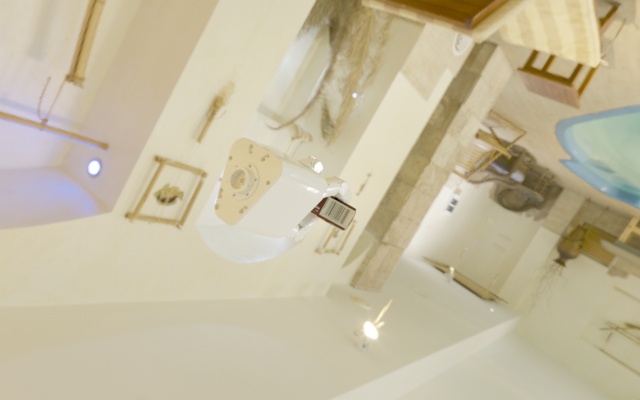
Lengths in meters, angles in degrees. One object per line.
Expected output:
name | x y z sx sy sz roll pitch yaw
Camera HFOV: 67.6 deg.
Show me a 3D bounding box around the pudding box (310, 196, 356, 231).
pudding box | 0.000 0.003 0.745 0.113 0.039 0.090 31 4 3
